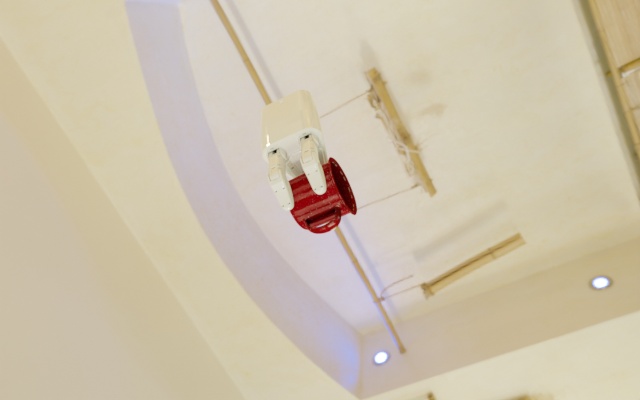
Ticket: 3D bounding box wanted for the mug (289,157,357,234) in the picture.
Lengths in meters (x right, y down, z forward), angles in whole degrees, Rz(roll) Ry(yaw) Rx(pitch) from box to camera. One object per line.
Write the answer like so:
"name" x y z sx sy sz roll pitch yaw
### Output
"mug" 0.000 0.003 0.706 0.081 0.117 0.093 -24 -45 16
